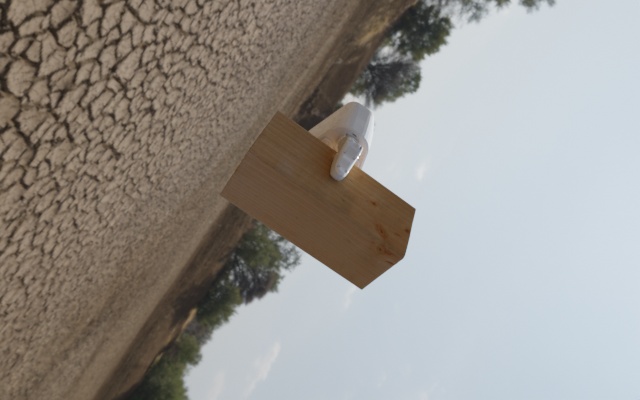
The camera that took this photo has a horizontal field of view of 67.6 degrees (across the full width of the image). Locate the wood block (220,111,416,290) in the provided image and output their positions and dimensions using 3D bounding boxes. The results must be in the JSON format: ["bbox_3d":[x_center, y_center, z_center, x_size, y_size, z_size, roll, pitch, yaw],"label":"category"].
[{"bbox_3d":[0.000,0.002,0.570,0.206,0.090,0.091,34,-47,-8],"label":"wood block"}]
